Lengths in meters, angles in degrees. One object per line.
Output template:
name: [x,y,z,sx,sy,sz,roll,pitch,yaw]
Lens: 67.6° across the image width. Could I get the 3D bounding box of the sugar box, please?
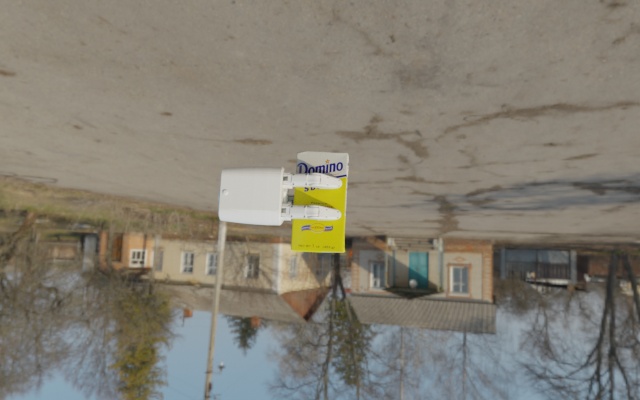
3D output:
sugar box: [0.000,0.003,0.842,0.093,0.176,0.048,2,-7,5]
